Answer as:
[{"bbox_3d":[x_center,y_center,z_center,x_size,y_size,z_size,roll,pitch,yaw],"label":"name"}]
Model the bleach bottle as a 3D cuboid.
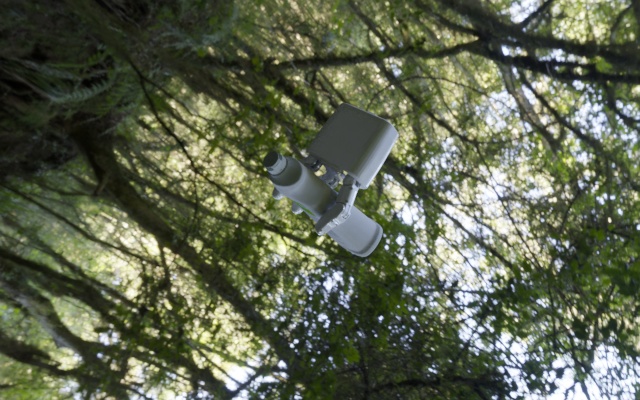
[{"bbox_3d":[0.000,0.003,0.770,0.102,0.068,0.251,26,-11,44],"label":"bleach bottle"}]
